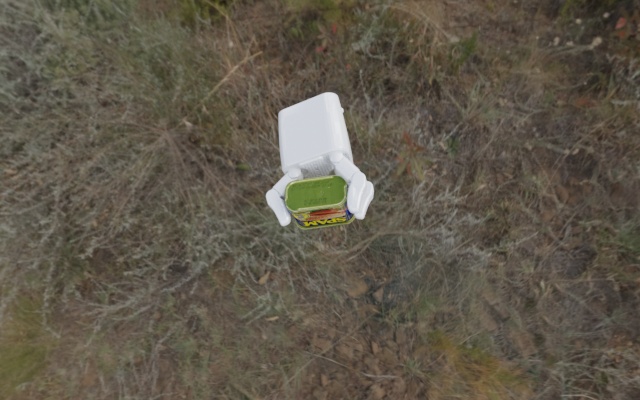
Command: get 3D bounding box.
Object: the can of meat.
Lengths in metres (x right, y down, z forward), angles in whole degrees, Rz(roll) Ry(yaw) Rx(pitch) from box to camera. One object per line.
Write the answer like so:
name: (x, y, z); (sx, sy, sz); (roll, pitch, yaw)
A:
can of meat: (0.000, 0.002, 0.747); (0.102, 0.057, 0.084); (-8, -21, 8)
